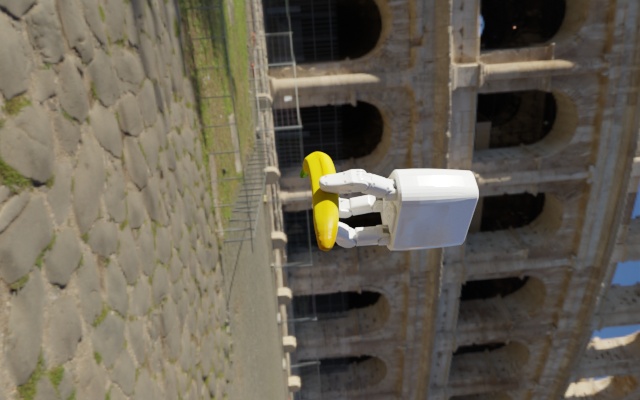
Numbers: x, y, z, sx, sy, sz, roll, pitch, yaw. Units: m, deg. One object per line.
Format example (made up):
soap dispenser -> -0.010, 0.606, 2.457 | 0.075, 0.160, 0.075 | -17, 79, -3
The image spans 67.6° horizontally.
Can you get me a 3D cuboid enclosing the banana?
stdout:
banana -> 0.002, -0.016, 0.644 | 0.037, 0.070, 0.197 | 1, 32, -10
